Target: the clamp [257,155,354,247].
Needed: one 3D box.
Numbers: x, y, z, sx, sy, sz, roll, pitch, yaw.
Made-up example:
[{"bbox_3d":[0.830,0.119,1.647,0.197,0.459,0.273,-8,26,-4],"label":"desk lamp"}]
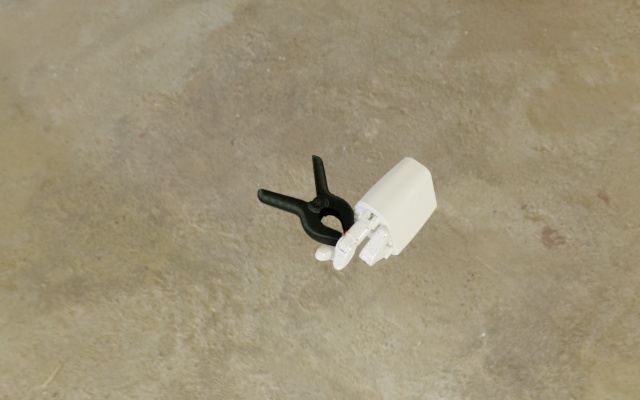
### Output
[{"bbox_3d":[0.000,0.002,0.728,0.171,0.120,0.039,38,-17,21],"label":"clamp"}]
